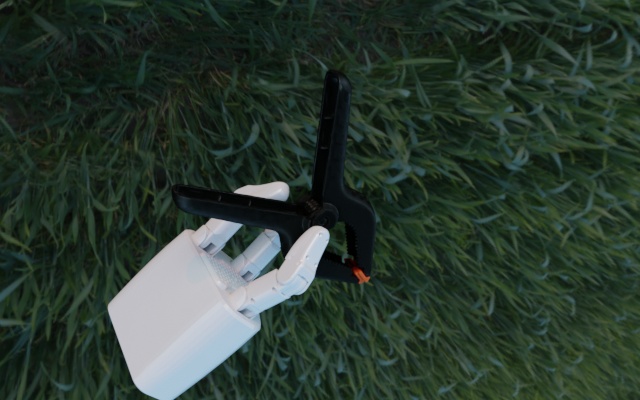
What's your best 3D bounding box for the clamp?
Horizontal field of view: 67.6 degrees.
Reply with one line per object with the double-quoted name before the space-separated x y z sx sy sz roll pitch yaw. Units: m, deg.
"clamp" 0.001 0.002 0.422 0.210 0.164 0.036 47 2 -38
